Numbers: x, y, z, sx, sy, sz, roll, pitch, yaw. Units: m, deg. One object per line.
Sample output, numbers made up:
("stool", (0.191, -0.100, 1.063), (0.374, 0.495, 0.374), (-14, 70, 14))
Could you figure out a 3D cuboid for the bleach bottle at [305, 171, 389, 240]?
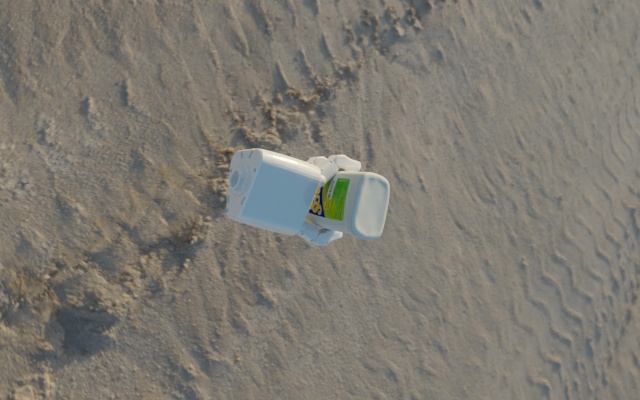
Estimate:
("bleach bottle", (0.000, 0.003, 0.793), (0.068, 0.102, 0.251), (17, -8, -37))
